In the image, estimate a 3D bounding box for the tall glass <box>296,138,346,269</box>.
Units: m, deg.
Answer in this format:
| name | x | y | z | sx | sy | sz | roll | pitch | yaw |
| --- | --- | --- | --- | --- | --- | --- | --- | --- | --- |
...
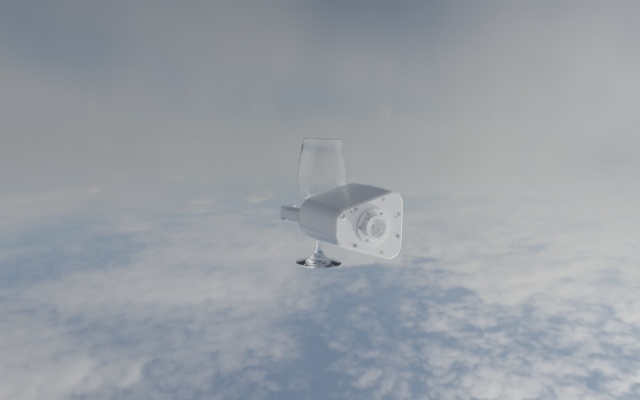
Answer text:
| name | x | y | z | sx | sy | sz | roll | pitch | yaw |
| --- | --- | --- | --- | --- | --- | --- | --- | --- | --- |
| tall glass | 0.000 | 0.003 | 0.763 | 0.079 | 0.201 | 0.079 | 1 | 6 | 0 |
